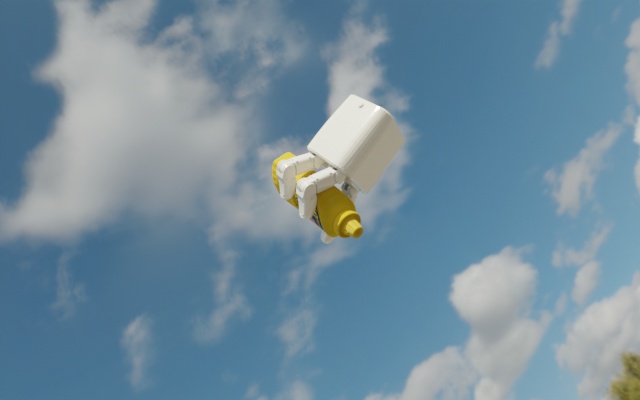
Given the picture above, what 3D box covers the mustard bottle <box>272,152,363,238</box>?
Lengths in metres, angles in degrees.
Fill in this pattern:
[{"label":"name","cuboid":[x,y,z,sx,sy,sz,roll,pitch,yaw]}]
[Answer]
[{"label":"mustard bottle","cuboid":[0.000,0.002,0.720,0.058,0.096,0.191,-34,42,-17]}]
